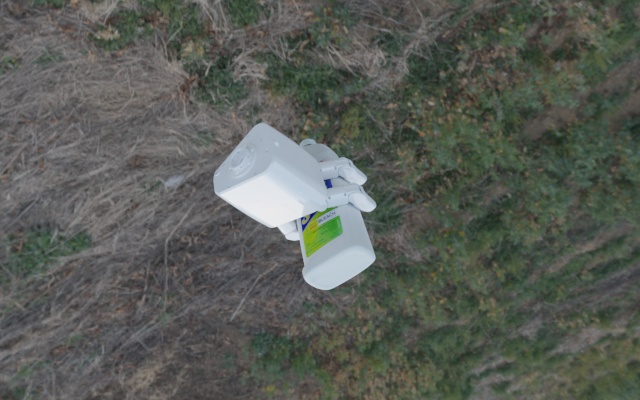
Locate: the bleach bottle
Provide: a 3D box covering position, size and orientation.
[{"bbox_3d":[0.000,0.002,0.723,0.102,0.250,0.068,-34,-43,19],"label":"bleach bottle"}]
